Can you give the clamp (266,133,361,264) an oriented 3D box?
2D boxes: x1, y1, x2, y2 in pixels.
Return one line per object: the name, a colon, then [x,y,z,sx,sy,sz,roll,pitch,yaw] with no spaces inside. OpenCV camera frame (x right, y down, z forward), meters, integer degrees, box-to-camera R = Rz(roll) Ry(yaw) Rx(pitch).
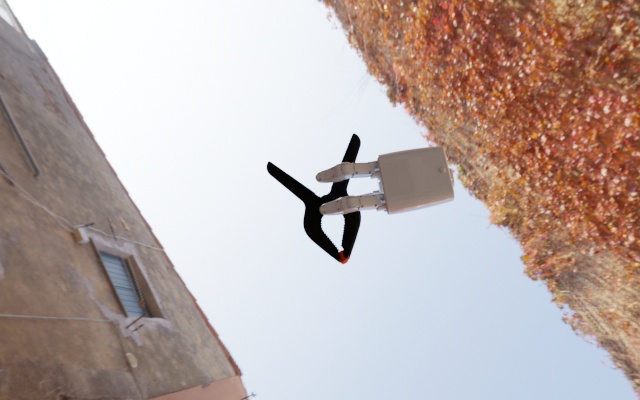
clamp: [0.001,0.003,0.778,0.164,0.210,0.036,-11,-16,8]
